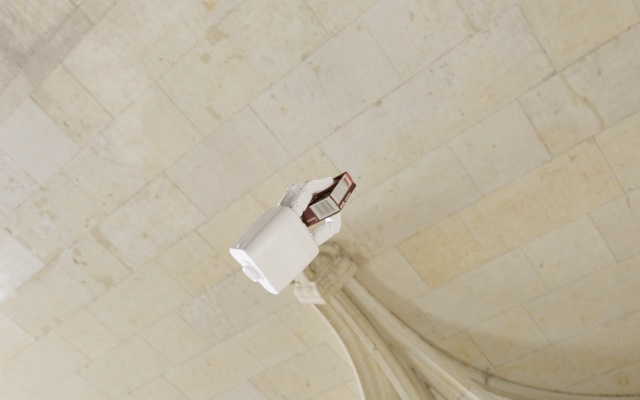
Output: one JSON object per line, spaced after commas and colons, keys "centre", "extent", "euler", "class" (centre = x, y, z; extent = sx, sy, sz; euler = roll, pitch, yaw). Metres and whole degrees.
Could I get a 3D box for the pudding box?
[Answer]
{"centre": [0.000, 0.003, 0.853], "extent": [0.113, 0.039, 0.090], "euler": [-25, 20, 35], "class": "pudding box"}
